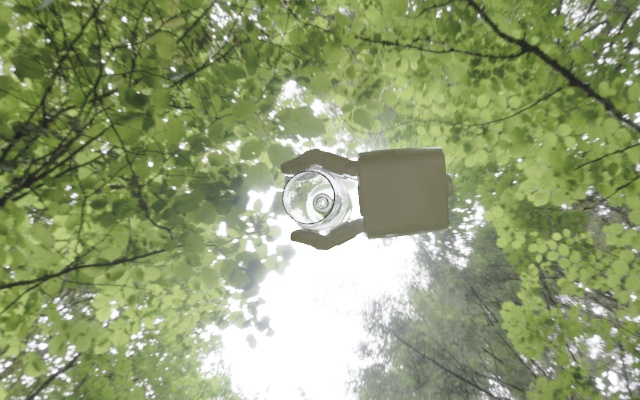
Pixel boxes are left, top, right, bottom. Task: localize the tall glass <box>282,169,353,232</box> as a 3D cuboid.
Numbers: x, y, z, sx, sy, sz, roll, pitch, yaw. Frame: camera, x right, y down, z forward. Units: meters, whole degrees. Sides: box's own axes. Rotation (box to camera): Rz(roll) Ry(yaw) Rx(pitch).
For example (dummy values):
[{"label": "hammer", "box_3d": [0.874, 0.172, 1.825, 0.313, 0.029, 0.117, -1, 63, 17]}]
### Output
[{"label": "tall glass", "box_3d": [0.000, 0.002, 0.636, 0.079, 0.079, 0.201, 0, -3, 8]}]
